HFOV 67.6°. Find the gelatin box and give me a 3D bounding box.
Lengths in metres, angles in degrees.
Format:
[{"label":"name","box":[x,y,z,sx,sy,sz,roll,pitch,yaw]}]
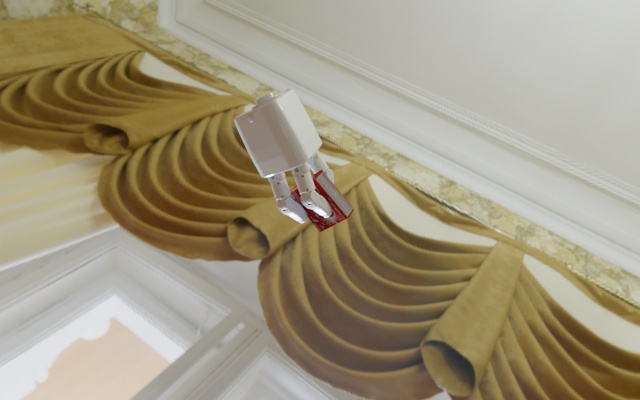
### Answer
[{"label":"gelatin box","box":[0.001,0.003,0.796,0.073,0.089,0.030,-30,14,44]}]
